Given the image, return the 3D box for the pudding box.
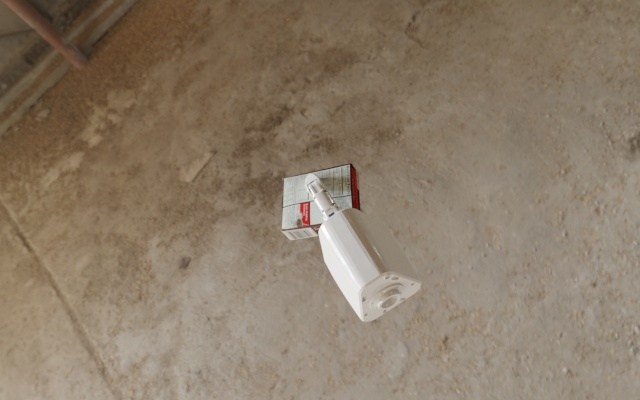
[{"bbox_3d":[0.000,0.002,0.685,0.113,0.090,0.039,-10,-29,19],"label":"pudding box"}]
